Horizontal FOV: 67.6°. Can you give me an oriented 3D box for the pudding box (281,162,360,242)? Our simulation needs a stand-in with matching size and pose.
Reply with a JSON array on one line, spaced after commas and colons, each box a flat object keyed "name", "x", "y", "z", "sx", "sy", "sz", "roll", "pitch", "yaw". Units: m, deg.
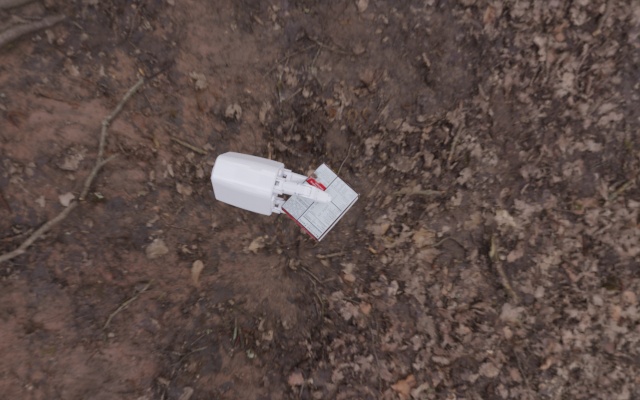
[{"name": "pudding box", "x": 0.000, "y": 0.003, "z": 0.839, "sx": 0.090, "sy": 0.113, "sz": 0.039, "roll": 43, "pitch": -5, "yaw": 5}]
